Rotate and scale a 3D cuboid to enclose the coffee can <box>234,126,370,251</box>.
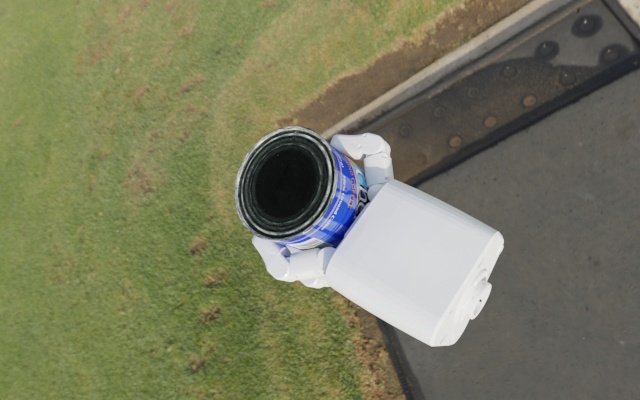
[{"bbox_3d":[0.000,0.001,0.464,0.103,0.102,0.140,0,-14,29],"label":"coffee can"}]
